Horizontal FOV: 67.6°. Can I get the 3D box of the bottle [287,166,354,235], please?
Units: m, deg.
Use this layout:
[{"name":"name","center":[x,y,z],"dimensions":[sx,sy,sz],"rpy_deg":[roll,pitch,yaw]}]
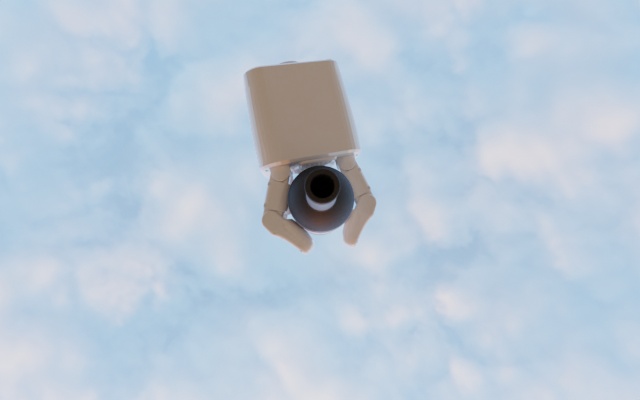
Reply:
[{"name":"bottle","center":[0.000,0.002,0.509],"dimensions":[0.069,0.069,0.296],"rpy_deg":[0,-5,-1]}]
